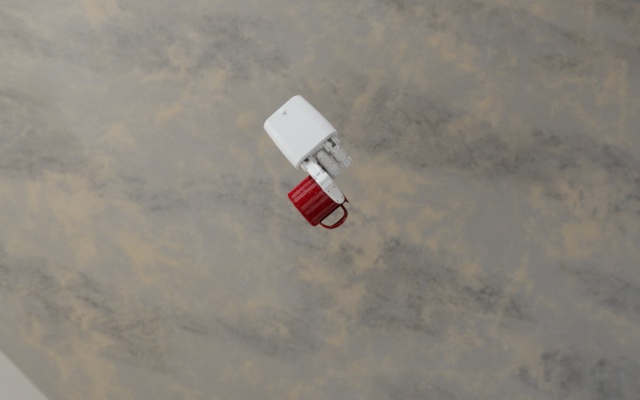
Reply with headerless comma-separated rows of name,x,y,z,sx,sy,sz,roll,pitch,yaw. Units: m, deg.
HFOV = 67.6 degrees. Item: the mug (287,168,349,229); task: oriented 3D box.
mug,0.001,0.004,0.887,0.081,0.117,0.093,-40,-15,0
